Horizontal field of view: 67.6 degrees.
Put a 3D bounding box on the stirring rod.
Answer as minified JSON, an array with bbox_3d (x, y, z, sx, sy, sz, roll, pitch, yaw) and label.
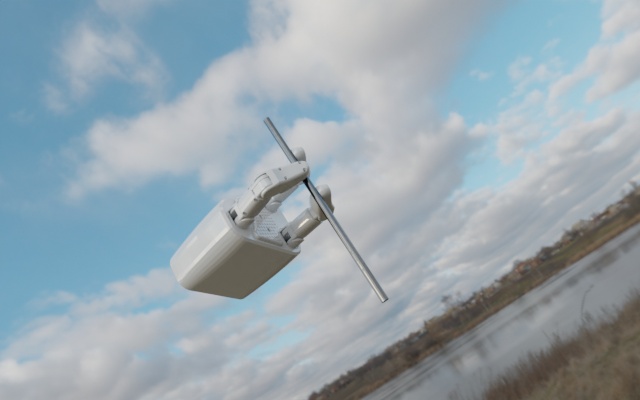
[{"bbox_3d":[0.000,0.002,0.496,0.011,0.239,0.011,-28,-23,-13],"label":"stirring rod"}]
